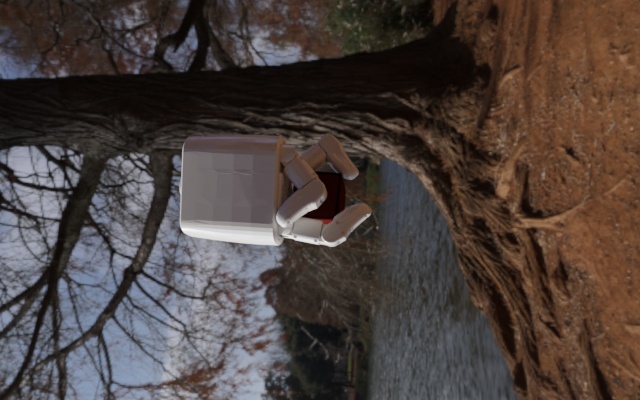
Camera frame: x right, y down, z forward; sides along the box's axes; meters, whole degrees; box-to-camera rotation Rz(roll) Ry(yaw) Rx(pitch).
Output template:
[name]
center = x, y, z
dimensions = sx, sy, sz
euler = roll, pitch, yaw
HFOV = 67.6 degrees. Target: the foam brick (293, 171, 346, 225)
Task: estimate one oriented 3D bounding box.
[foam brick]
center = 0.000, 0.002, 0.549
dimensions = 0.051, 0.053, 0.078
euler = 3, -15, 8
